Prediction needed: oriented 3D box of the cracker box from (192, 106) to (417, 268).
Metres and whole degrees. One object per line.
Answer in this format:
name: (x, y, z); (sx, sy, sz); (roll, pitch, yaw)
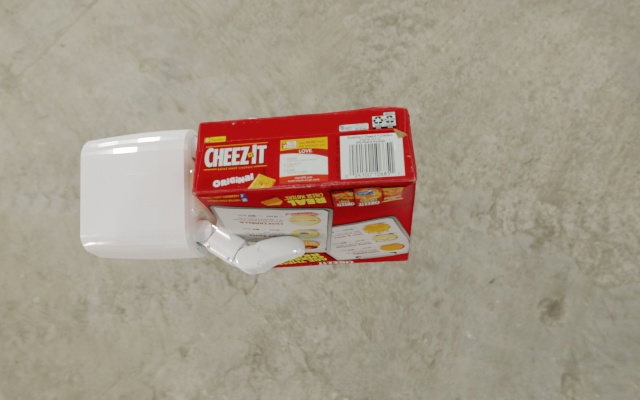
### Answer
cracker box: (0.000, 0.002, 0.443); (0.164, 0.072, 0.214); (-4, -22, 7)
